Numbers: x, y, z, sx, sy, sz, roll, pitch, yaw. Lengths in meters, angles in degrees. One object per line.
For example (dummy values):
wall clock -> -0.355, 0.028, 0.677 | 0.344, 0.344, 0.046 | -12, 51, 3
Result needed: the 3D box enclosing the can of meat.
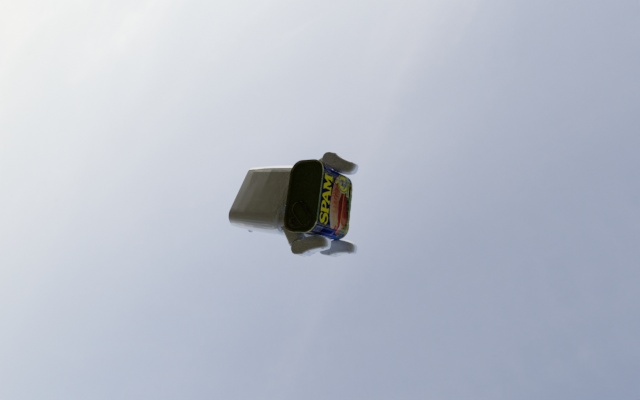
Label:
can of meat -> 0.000, 0.002, 0.679 | 0.057, 0.102, 0.084 | -1, -14, 37
